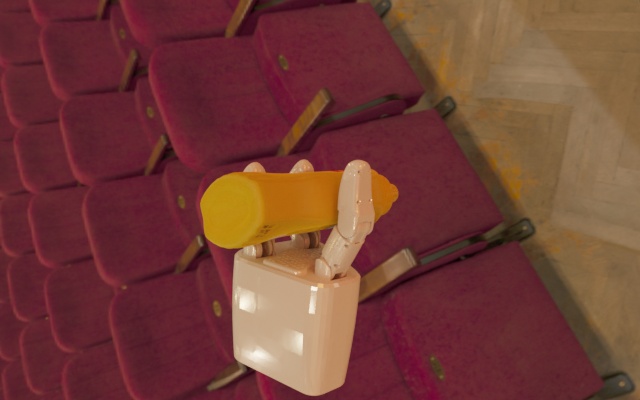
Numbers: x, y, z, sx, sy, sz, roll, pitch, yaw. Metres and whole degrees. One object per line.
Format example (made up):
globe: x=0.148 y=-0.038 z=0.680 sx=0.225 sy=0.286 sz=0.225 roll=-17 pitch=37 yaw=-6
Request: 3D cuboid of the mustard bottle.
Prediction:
mustard bottle: x=0.000 y=0.001 z=0.425 sx=0.191 sy=0.058 sz=0.096 roll=-6 pitch=-7 yaw=-39
